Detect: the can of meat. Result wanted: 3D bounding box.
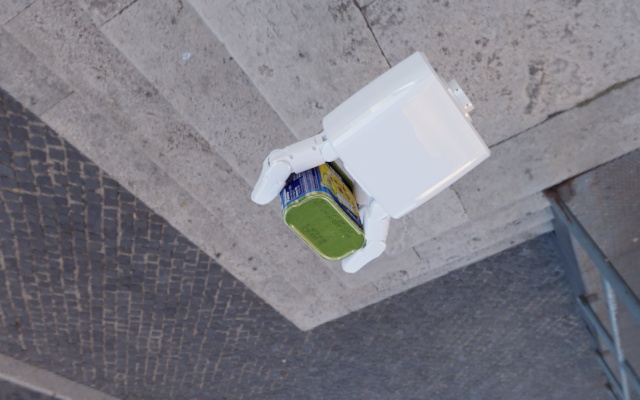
[{"bbox_3d":[0.000,0.002,0.489,0.057,0.083,0.102,-31,-50,16],"label":"can of meat"}]
